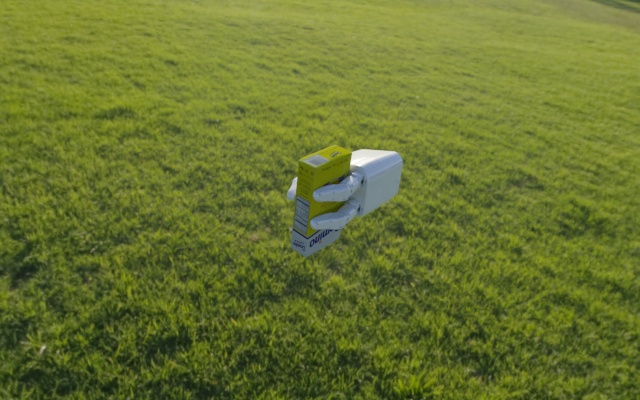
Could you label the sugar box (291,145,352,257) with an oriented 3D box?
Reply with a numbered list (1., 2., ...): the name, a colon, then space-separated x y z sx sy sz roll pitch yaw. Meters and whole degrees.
1. sugar box: 0.001 0.003 0.808 0.048 0.176 0.093 28 39 34
